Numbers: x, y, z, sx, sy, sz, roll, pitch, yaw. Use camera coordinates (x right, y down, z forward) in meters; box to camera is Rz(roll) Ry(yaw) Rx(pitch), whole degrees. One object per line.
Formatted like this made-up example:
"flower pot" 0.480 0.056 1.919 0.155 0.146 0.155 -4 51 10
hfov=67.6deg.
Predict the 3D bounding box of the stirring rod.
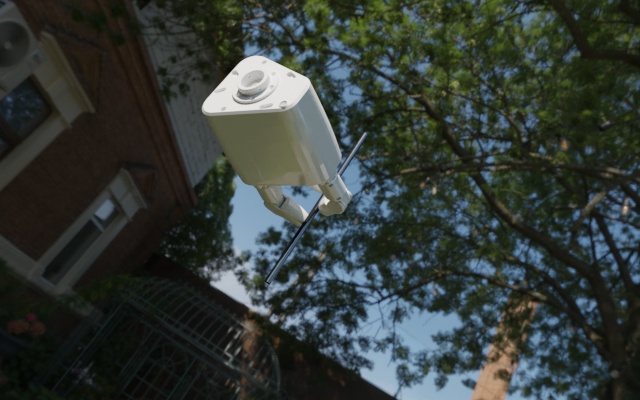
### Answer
"stirring rod" 0.000 0.002 0.589 0.011 0.239 0.011 27 -26 14
